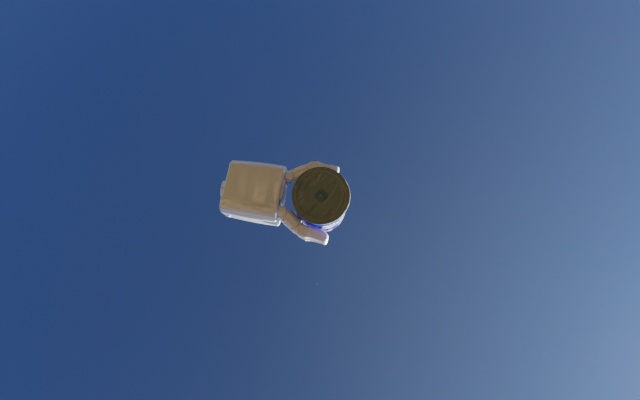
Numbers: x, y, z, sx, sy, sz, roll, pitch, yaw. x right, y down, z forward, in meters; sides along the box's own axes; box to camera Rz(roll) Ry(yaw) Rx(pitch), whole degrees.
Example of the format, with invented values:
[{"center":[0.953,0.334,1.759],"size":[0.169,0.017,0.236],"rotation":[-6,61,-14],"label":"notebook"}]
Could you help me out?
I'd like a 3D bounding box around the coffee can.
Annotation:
[{"center":[0.000,0.003,0.896],"size":[0.103,0.103,0.140],"rotation":[0,-10,0],"label":"coffee can"}]
